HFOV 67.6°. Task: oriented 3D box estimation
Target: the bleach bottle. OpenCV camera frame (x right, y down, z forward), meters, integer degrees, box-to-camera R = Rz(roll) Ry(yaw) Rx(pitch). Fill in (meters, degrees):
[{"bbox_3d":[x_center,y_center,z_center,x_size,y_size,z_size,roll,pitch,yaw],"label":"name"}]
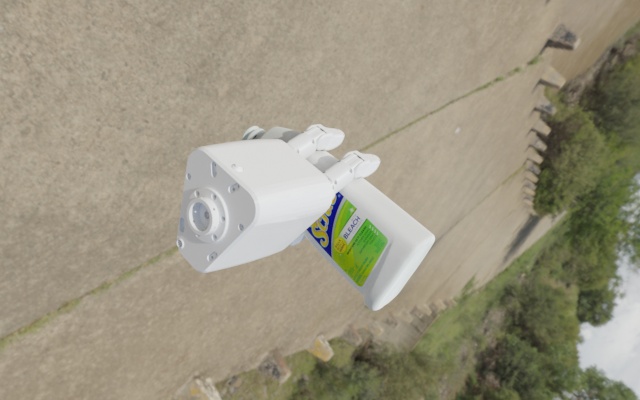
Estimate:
[{"bbox_3d":[0.000,0.002,0.539,0.250,0.103,0.068,40,28,22],"label":"bleach bottle"}]
